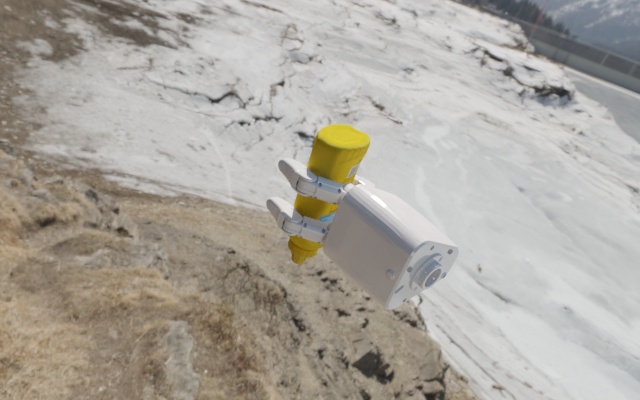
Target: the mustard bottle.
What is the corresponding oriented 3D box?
[{"bbox_3d":[0.000,0.002,0.605,0.058,0.192,0.096,28,27,14],"label":"mustard bottle"}]
